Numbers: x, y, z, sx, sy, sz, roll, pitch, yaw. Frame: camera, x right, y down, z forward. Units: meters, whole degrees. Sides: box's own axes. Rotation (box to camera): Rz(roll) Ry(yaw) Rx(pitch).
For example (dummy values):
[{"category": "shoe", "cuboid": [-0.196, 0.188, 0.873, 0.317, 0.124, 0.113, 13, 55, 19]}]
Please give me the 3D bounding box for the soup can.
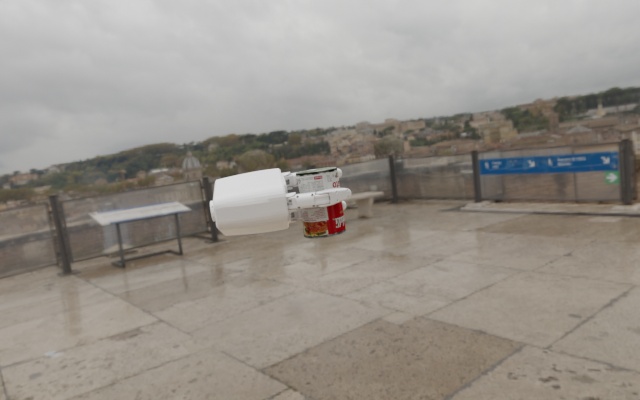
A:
[{"category": "soup can", "cuboid": [0.001, 0.002, 0.751, 0.068, 0.102, 0.068, -8, 7, 1]}]
